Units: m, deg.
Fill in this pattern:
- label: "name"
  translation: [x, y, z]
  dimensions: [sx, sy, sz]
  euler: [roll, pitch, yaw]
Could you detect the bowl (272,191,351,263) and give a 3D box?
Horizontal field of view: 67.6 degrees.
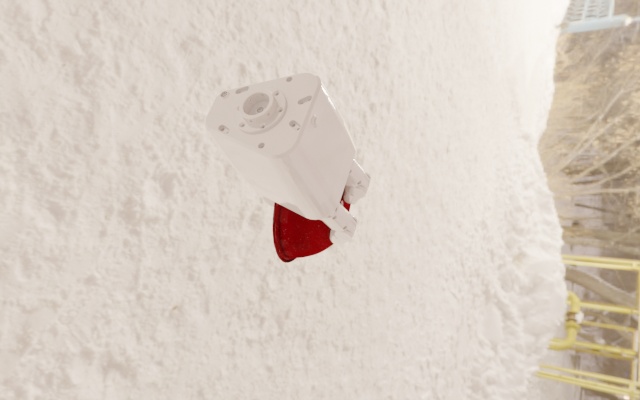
- label: "bowl"
  translation: [0.001, 0.002, 0.577]
  dimensions: [0.055, 0.162, 0.162]
  euler: [12, 3, 16]
